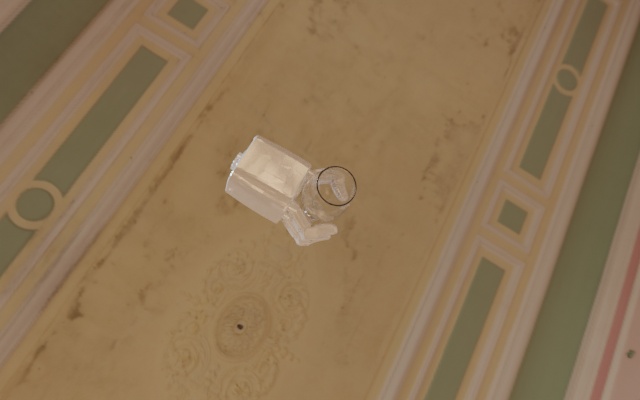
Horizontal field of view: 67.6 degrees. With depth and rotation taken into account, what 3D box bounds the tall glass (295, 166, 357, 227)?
[{"bbox_3d":[0.000,0.003,0.794,0.079,0.079,0.201,0,-14,-15],"label":"tall glass"}]
